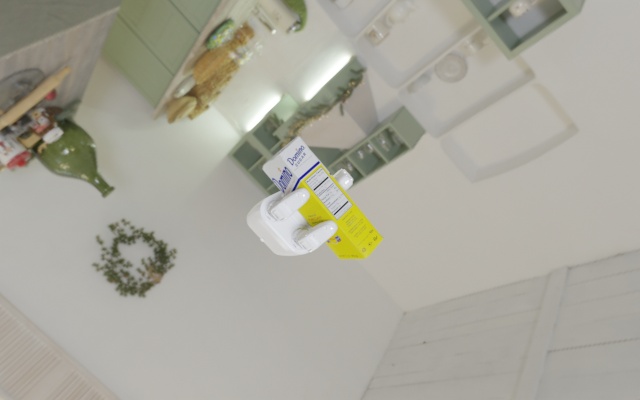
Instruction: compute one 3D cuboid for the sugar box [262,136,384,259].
[{"bbox_3d":[0.000,0.003,0.644,0.048,0.176,0.093,-46,9,-20],"label":"sugar box"}]
